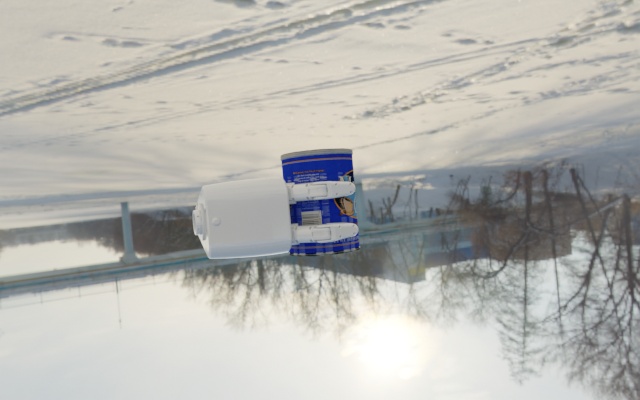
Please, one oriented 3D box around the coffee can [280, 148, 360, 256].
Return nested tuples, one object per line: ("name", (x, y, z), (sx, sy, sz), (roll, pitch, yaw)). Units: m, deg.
("coffee can", (0.000, 0.002, 0.676), (0.103, 0.140, 0.103), (-5, 0, 0))
